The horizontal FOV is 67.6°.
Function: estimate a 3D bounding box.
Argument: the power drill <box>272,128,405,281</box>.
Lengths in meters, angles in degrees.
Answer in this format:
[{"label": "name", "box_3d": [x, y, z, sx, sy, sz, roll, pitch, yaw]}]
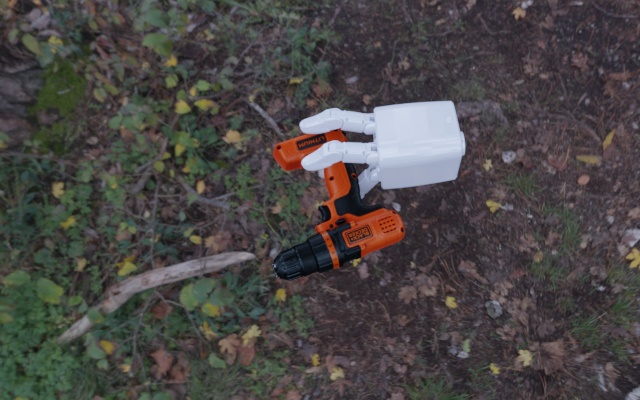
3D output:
[{"label": "power drill", "box_3d": [0.000, 0.002, 0.657, 0.184, 0.187, 0.057, -19, -16, -11]}]
